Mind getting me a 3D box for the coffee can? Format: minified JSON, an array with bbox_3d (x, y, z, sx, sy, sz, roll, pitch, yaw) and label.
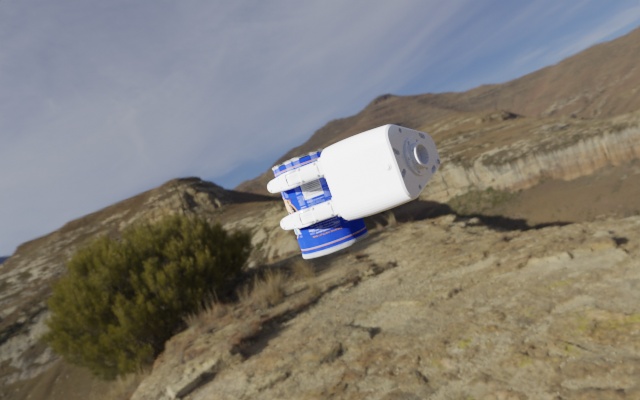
[{"bbox_3d":[0.000,0.002,0.701,0.103,0.140,0.103,-20,1,0],"label":"coffee can"}]
